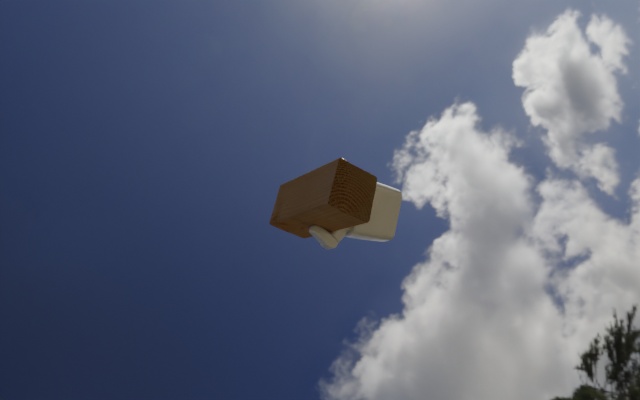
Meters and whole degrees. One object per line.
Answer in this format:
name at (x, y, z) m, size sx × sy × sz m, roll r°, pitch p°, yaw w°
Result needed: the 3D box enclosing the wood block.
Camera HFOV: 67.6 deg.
wood block at (0.000, 0.003, 0.890) m, size 0.090 × 0.090 × 0.206 m, roll 25°, pitch -25°, yaw -27°
